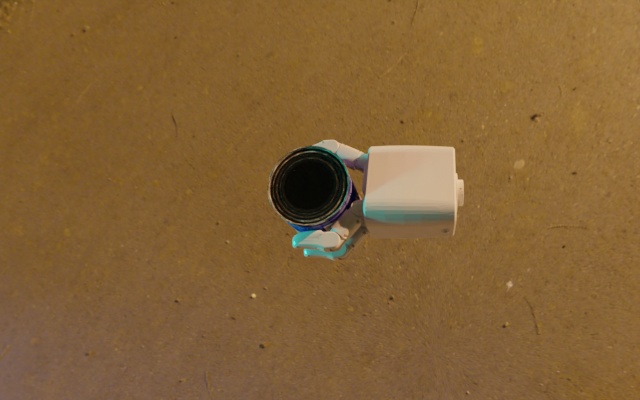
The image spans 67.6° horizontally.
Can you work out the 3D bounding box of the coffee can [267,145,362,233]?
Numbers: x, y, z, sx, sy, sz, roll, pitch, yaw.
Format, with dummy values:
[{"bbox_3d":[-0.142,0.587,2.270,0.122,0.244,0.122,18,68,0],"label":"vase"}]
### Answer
[{"bbox_3d":[0.000,0.002,0.635,0.103,0.102,0.140,0,-17,13],"label":"coffee can"}]
